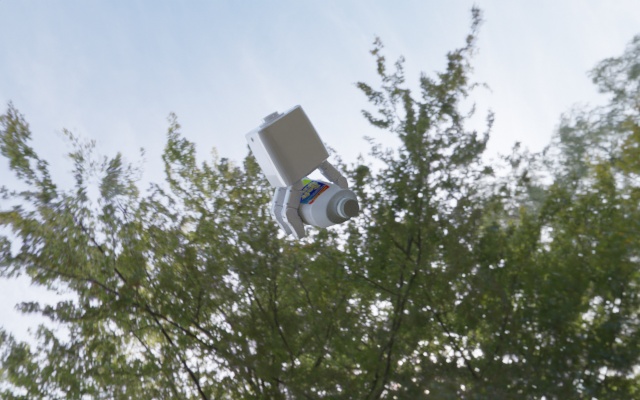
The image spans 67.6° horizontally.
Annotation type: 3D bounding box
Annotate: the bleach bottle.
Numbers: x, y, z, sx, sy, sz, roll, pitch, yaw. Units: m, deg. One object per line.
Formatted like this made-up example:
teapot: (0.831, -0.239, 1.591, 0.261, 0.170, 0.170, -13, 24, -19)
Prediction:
bleach bottle: (0.000, 0.003, 0.838, 0.102, 0.068, 0.251, -35, 16, -20)
